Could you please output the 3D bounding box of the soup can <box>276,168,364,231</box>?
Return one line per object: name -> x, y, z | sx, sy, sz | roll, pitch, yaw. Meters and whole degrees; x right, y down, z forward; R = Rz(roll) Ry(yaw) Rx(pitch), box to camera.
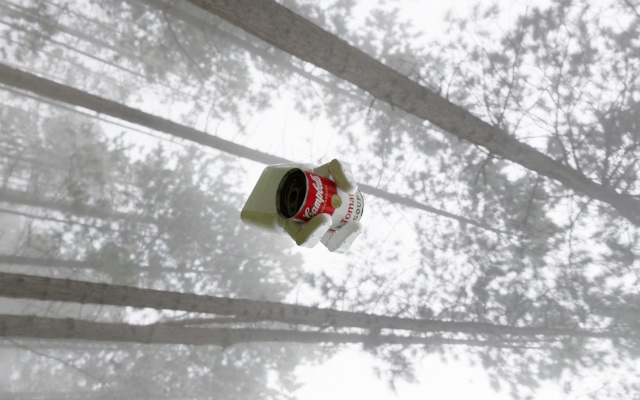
soup can -> 0.001, 0.002, 0.642 | 0.102, 0.068, 0.068 | 16, -10, -37
